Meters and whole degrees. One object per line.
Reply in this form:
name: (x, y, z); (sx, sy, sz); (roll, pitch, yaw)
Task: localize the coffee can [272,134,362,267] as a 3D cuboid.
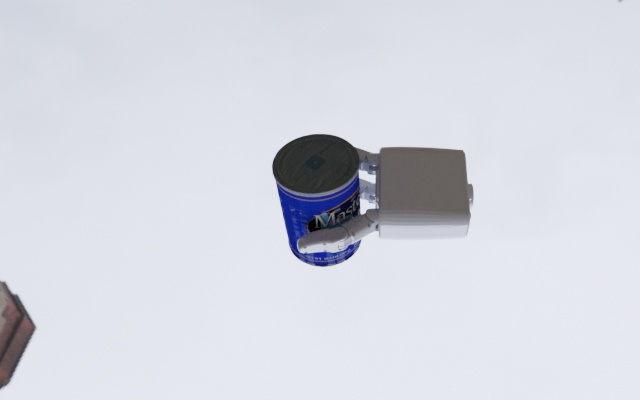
coffee can: (0.000, 0.002, 0.604); (0.103, 0.102, 0.140); (0, -43, 7)
